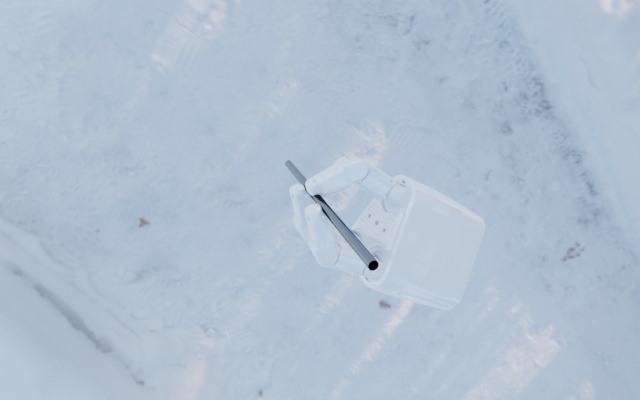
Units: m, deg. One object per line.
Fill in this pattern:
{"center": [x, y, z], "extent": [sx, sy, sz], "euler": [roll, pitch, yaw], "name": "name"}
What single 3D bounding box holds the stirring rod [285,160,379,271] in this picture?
{"center": [0.000, 0.001, 0.432], "extent": [0.011, 0.011, 0.239], "euler": [0, 21, -19], "name": "stirring rod"}
